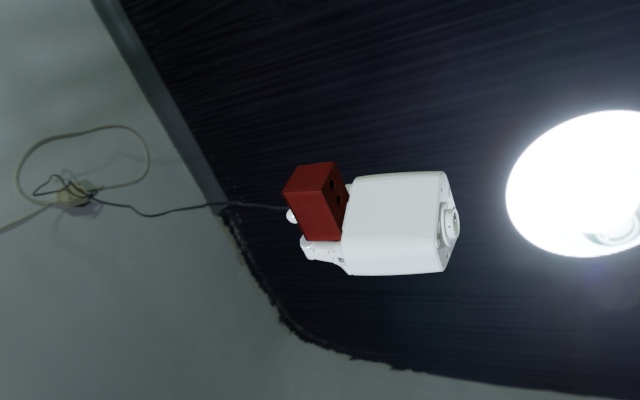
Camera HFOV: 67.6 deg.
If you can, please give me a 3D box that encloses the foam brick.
[{"bbox_3d":[0.000,0.002,0.549,0.051,0.078,0.053,-4,39,29],"label":"foam brick"}]
